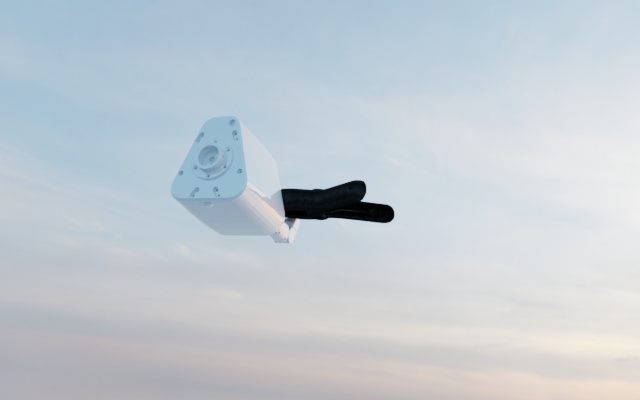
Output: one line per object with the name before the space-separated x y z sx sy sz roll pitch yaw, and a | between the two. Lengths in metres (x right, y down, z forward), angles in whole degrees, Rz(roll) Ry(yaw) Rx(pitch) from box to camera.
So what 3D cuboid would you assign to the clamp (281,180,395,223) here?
clamp | 0.000 0.001 0.599 0.171 0.039 0.120 -1 -23 17
